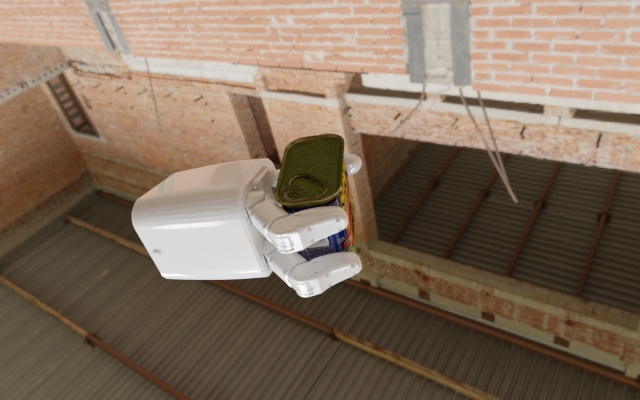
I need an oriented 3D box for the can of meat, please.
[{"bbox_3d":[0.000,0.002,0.440,0.057,0.084,0.102,-7,38,10],"label":"can of meat"}]
